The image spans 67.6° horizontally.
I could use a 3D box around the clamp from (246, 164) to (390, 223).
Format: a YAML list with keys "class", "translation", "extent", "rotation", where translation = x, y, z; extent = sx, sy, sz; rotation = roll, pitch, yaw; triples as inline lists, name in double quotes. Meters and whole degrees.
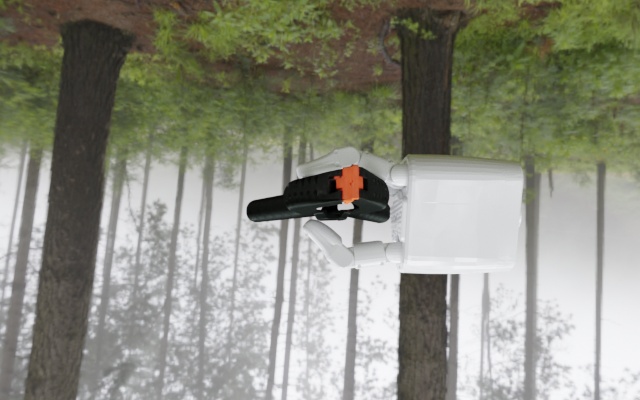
- class: "clamp"
  translation: [0.000, 0.002, 0.460]
  extent: [0.164, 0.036, 0.210]
  rotation: [-1, -8, -1]
